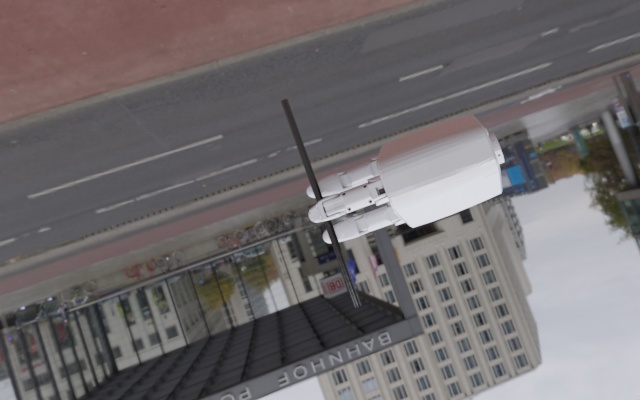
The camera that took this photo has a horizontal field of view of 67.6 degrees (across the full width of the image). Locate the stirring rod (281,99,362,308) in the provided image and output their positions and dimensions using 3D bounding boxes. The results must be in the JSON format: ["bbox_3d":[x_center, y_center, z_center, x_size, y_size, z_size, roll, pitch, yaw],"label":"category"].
[{"bbox_3d":[0.000,0.002,0.523,0.011,0.239,0.011,-20,-4,-1],"label":"stirring rod"}]
